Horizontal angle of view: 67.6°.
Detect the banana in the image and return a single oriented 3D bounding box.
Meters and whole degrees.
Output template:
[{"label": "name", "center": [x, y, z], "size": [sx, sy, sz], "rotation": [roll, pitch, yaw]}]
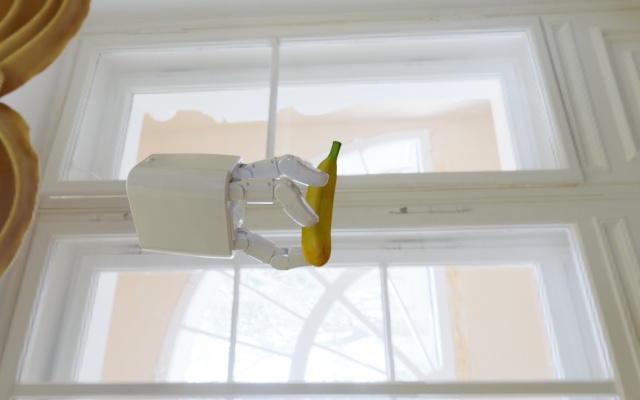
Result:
[{"label": "banana", "center": [-0.002, 0.012, 0.566], "size": [0.037, 0.197, 0.070], "rotation": [8, -45, -2]}]
